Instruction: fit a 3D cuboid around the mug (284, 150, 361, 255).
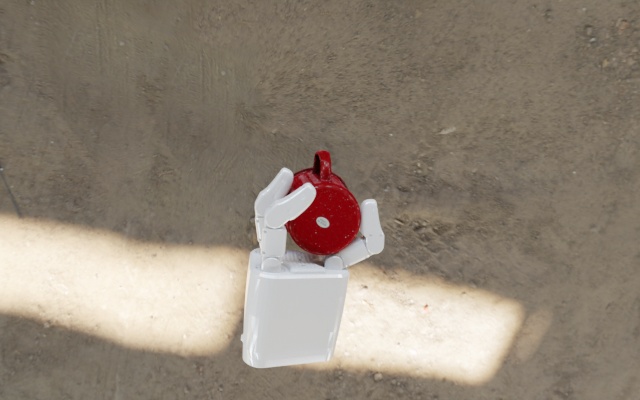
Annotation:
[{"bbox_3d":[0.000,0.000,0.544,0.093,0.117,0.081,5,11,-11],"label":"mug"}]
